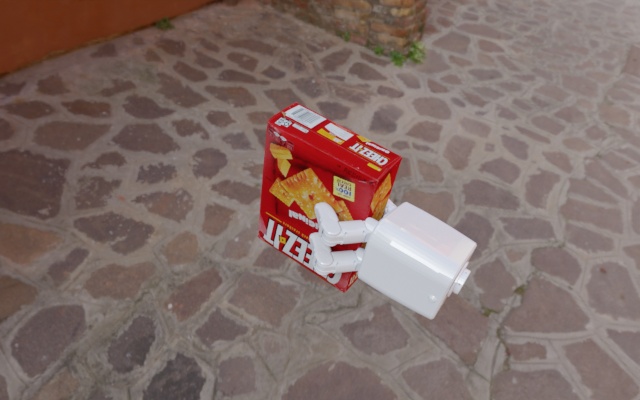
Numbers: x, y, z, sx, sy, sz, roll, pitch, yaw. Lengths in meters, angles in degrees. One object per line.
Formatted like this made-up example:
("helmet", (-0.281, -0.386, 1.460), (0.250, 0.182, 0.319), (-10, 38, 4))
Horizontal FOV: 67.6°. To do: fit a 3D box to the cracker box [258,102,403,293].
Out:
("cracker box", (0.000, 0.002, 0.641), (0.164, 0.214, 0.072), (31, 45, 20))
